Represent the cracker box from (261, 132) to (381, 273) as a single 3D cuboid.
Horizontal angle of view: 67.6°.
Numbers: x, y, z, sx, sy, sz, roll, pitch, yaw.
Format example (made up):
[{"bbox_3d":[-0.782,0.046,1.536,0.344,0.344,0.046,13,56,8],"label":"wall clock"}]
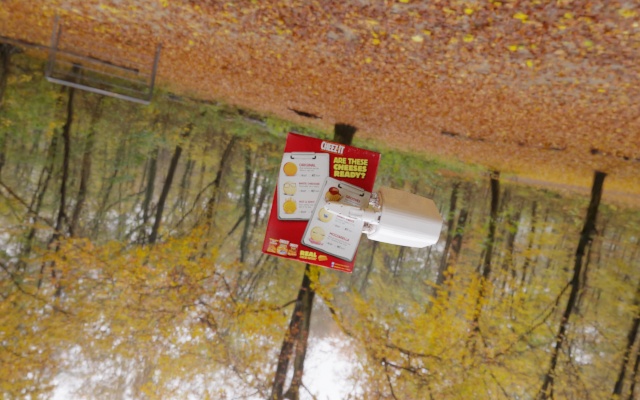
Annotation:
[{"bbox_3d":[0.000,0.003,0.841,0.164,0.214,0.072,13,5,-3],"label":"cracker box"}]
